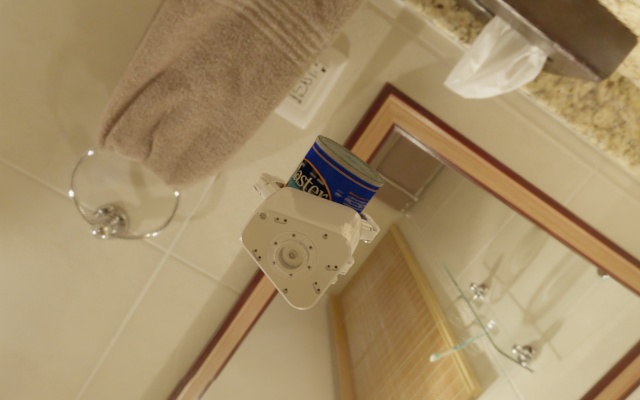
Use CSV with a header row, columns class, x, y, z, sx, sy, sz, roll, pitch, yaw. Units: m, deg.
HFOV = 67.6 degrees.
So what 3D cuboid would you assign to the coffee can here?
class,x,y,z,sx,sy,sz,roll,pitch,yaw
coffee can,0.000,0.002,0.618,0.103,0.140,0.102,33,14,-10
